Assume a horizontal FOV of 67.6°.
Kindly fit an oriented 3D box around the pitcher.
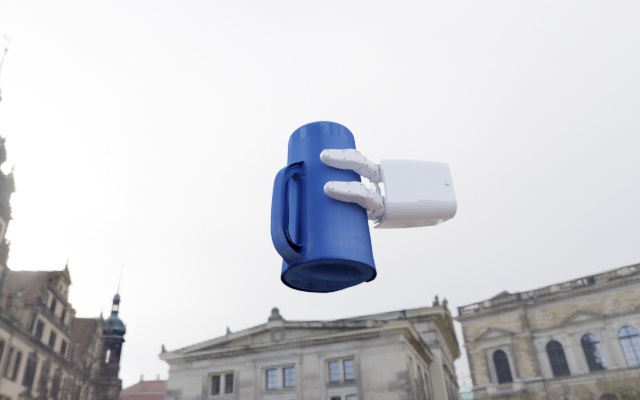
[{"bbox_3d":[0.000,0.002,0.699,0.145,0.242,0.149,0,-29,-5],"label":"pitcher"}]
